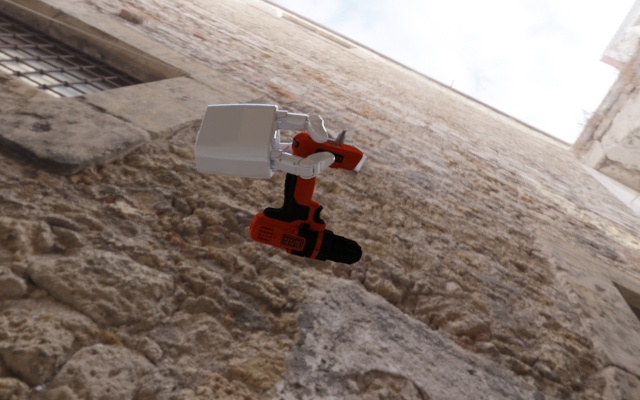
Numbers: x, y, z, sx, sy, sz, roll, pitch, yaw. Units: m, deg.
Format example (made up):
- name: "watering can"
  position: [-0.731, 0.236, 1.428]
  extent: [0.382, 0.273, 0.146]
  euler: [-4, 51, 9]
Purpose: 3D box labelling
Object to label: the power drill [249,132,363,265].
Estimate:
- name: "power drill"
  position: [0.000, 0.002, 0.733]
  extent: [0.184, 0.188, 0.057]
  euler: [16, 16, -12]
